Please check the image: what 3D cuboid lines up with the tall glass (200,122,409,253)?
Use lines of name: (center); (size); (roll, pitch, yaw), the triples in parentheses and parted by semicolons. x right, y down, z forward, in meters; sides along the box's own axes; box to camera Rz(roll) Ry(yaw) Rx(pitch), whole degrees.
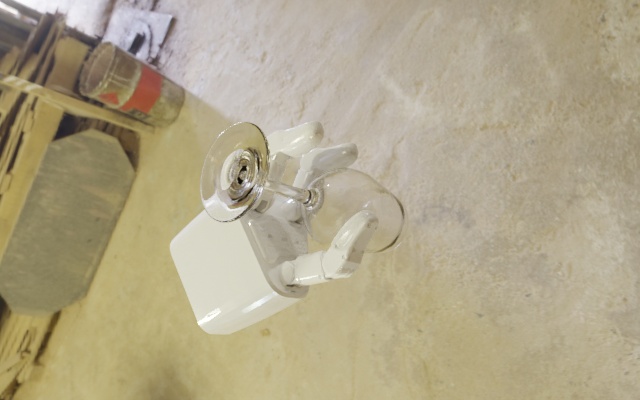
tall glass: (0.000, 0.001, 0.413); (0.079, 0.079, 0.201); (0, -13, 41)
